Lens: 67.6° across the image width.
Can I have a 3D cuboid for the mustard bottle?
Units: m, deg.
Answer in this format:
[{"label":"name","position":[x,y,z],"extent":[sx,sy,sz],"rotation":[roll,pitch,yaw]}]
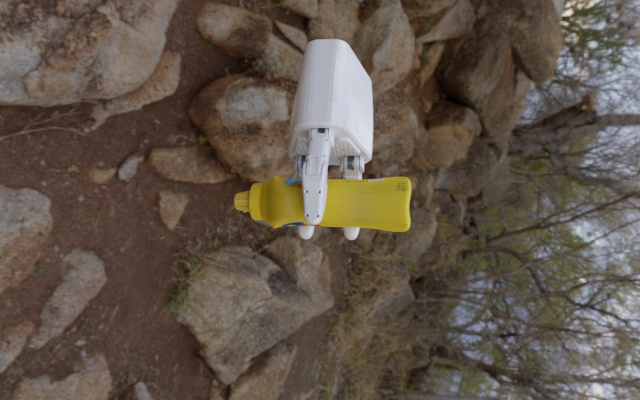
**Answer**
[{"label":"mustard bottle","position":[0.000,0.002,0.519],"extent":[0.191,0.058,0.096],"rotation":[1,6,9]}]
